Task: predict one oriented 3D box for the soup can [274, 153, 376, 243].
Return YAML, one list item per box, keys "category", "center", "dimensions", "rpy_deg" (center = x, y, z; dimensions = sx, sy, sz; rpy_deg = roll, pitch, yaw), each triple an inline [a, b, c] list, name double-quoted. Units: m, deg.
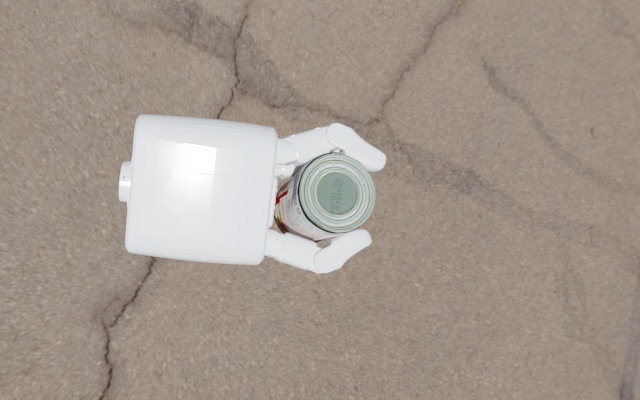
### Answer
- category: "soup can"
  center: [0.001, 0.002, 0.429]
  dimensions: [0.068, 0.068, 0.102]
  rpy_deg: [0, -9, -16]
